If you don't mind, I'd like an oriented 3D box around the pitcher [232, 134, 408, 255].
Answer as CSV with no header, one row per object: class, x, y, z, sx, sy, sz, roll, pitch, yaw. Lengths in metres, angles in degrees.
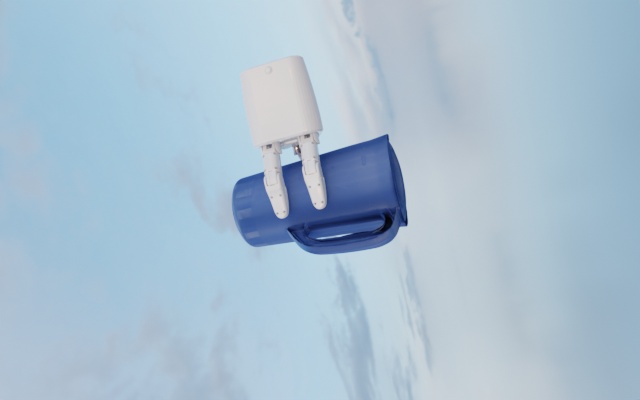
pitcher,0.000,0.002,0.689,0.243,0.145,0.149,-13,1,14
